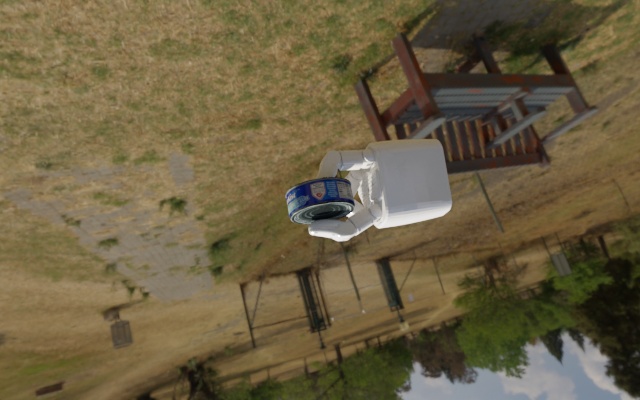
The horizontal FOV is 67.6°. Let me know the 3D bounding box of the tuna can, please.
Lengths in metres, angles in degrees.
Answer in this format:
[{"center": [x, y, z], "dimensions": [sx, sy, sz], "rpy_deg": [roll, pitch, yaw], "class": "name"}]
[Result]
[{"center": [0.000, 0.003, 0.607], "dimensions": [0.086, 0.033, 0.086], "rpy_deg": [-10, -18, -3], "class": "tuna can"}]
